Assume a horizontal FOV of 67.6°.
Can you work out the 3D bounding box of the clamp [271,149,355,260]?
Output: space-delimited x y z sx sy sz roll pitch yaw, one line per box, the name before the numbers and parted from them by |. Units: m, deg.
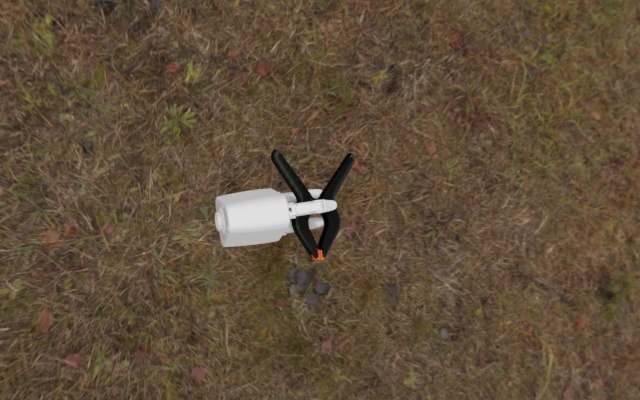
clamp | 0.000 0.003 0.884 0.164 0.210 0.036 -7 -3 -22
